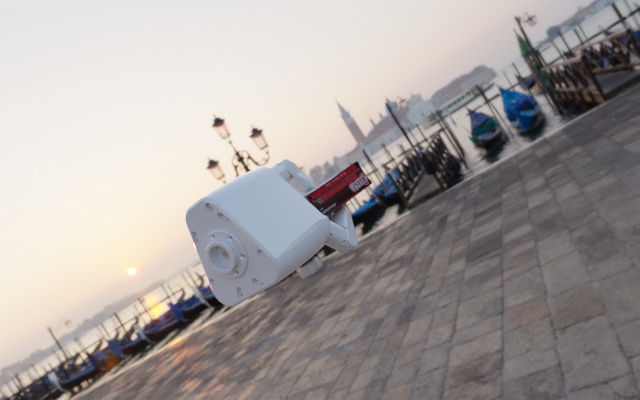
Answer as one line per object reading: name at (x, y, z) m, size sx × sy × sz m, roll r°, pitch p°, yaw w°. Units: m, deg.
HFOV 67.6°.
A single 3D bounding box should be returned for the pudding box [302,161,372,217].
pudding box at (0.000, 0.002, 0.601) m, size 0.090 × 0.039 × 0.113 m, roll -34°, pitch 3°, yaw -30°
